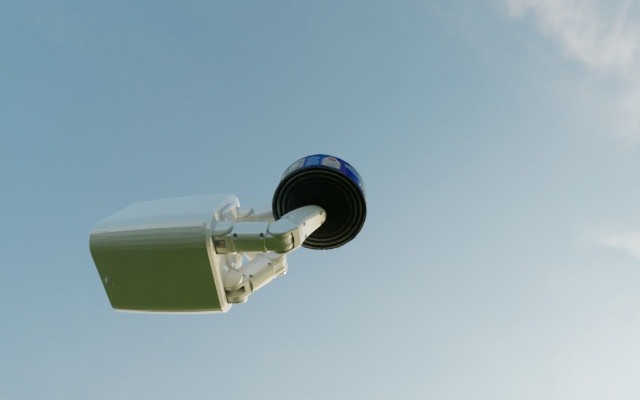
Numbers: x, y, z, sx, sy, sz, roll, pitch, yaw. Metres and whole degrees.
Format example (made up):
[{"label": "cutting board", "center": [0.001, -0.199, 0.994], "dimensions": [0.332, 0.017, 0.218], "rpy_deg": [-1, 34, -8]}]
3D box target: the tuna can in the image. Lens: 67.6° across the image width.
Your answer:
[{"label": "tuna can", "center": [0.000, 0.001, 0.443], "dimensions": [0.086, 0.086, 0.033], "rpy_deg": [0, 27, 6]}]
